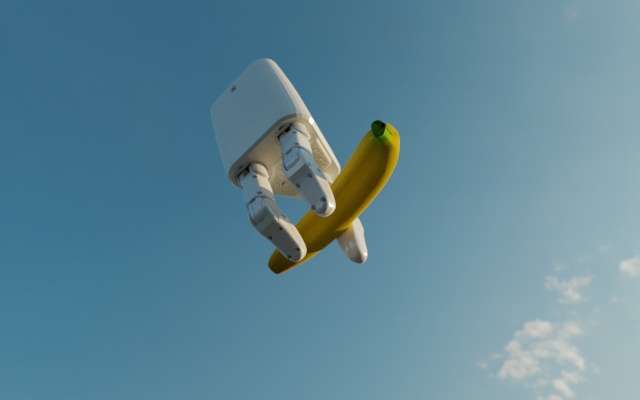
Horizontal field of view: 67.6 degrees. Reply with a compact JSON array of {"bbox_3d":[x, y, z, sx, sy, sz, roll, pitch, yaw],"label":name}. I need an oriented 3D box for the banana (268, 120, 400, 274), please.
[{"bbox_3d":[0.016,-0.003,0.423,0.069,0.037,0.198,-8,-35,-41],"label":"banana"}]
